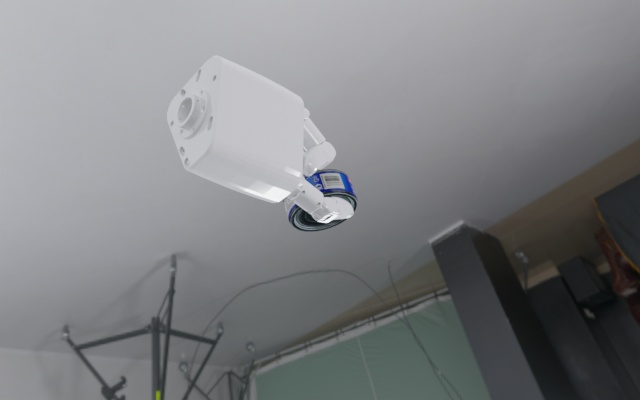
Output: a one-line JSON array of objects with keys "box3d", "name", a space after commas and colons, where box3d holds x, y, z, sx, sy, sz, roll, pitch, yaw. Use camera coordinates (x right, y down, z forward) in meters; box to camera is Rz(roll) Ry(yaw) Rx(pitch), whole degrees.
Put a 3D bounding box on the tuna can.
[{"box3d": [0.000, 0.002, 0.566, 0.086, 0.033, 0.086, -14, -31, -8], "name": "tuna can"}]
